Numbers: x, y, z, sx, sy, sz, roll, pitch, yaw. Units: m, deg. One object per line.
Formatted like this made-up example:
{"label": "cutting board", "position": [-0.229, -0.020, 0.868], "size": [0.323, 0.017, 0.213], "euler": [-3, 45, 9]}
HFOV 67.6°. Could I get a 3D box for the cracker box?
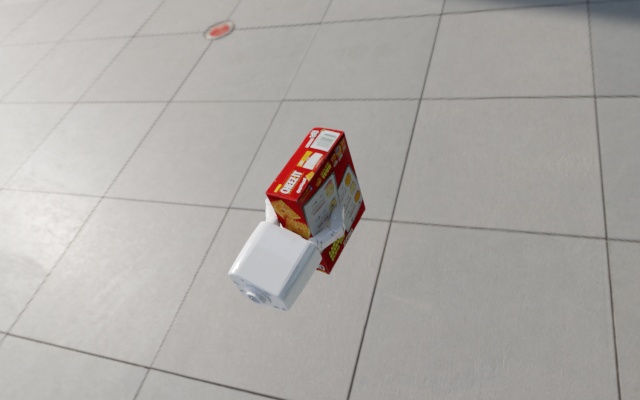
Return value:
{"label": "cracker box", "position": [0.000, 0.003, 0.850], "size": [0.072, 0.164, 0.214], "euler": [15, -33, 28]}
